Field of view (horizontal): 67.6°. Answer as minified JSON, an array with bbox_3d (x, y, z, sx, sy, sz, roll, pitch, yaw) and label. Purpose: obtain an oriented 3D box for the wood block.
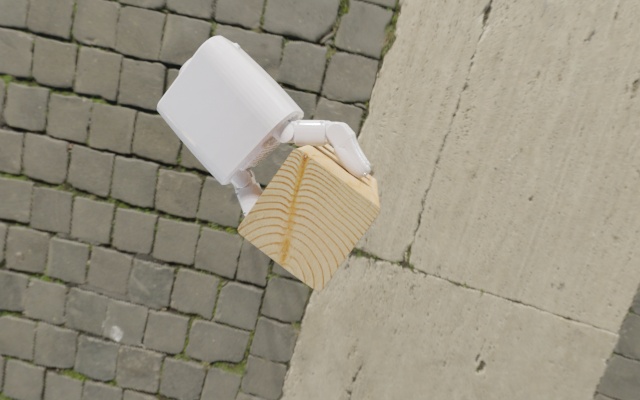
[{"bbox_3d":[0.000,0.002,0.493,0.090,0.091,0.206,36,11,0],"label":"wood block"}]
